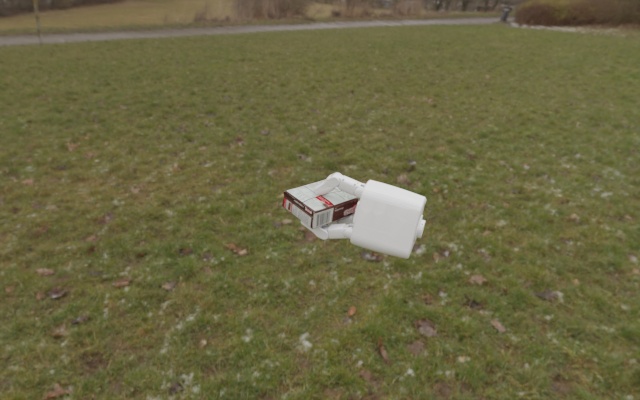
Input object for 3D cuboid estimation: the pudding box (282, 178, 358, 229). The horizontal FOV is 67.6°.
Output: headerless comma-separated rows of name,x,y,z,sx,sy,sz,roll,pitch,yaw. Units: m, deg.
pudding box,0.000,0.003,0.887,0.113,0.039,0.090,-16,37,-39
